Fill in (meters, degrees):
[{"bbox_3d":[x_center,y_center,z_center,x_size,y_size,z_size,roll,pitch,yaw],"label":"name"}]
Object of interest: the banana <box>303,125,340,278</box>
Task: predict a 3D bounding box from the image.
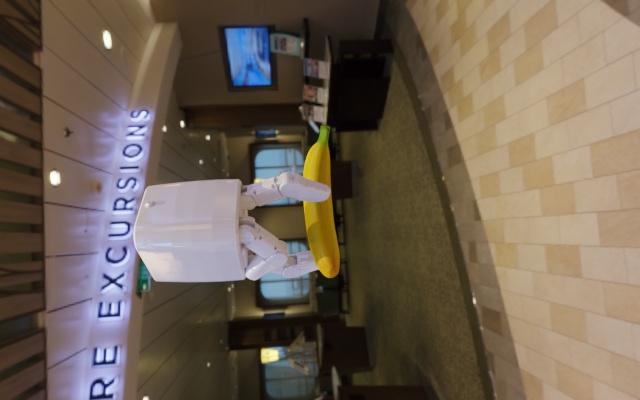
[{"bbox_3d":[-0.001,0.007,0.586,0.037,0.197,0.070,-2,-25,-5],"label":"banana"}]
